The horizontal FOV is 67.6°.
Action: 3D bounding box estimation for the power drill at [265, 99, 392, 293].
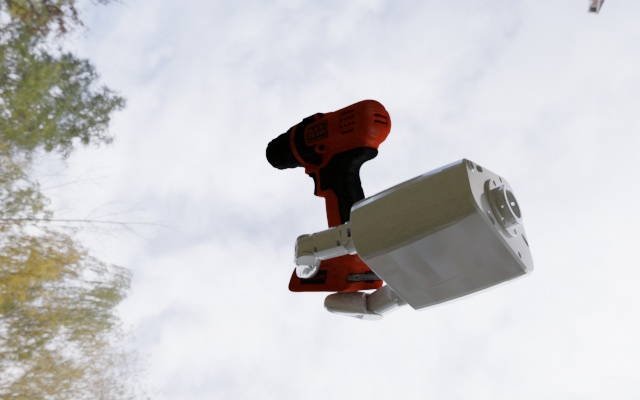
[{"bbox_3d":[0.000,0.002,0.504,0.057,0.187,0.184,2,-9,-37],"label":"power drill"}]
